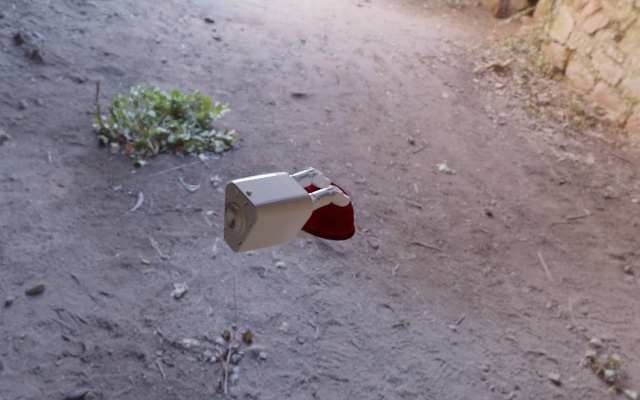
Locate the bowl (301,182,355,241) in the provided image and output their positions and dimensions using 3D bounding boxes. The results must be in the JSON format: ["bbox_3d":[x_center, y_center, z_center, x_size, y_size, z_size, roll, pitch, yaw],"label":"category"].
[{"bbox_3d":[0.001,0.002,0.859,0.162,0.055,0.162,22,23,-10],"label":"bowl"}]
